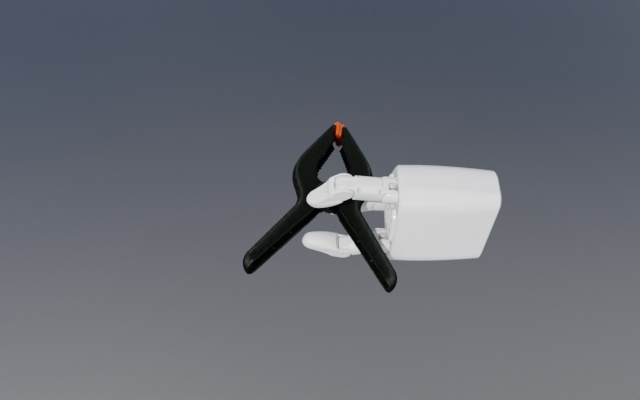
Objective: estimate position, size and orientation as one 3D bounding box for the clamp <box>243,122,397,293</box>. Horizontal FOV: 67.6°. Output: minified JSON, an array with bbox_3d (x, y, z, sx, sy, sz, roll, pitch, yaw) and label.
[{"bbox_3d":[0.000,0.001,0.548,0.164,0.209,0.036,2,-28,-1],"label":"clamp"}]
